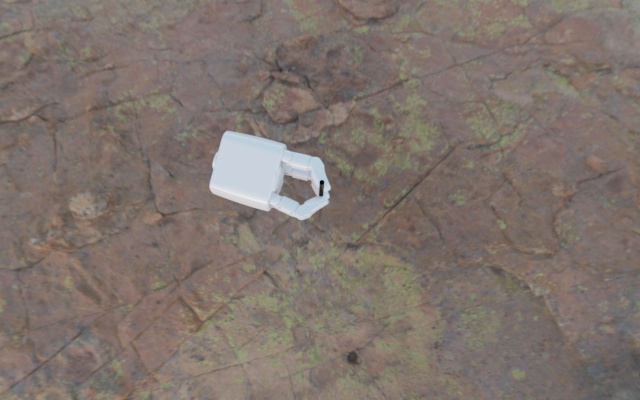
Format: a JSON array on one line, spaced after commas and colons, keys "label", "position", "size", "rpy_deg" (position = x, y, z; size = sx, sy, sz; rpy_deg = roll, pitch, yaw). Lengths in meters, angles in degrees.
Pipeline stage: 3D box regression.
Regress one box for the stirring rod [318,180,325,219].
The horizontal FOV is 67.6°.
[{"label": "stirring rod", "position": [0.000, 0.003, 0.854], "size": [0.011, 0.011, 0.239], "rpy_deg": [0, -15, -1]}]
